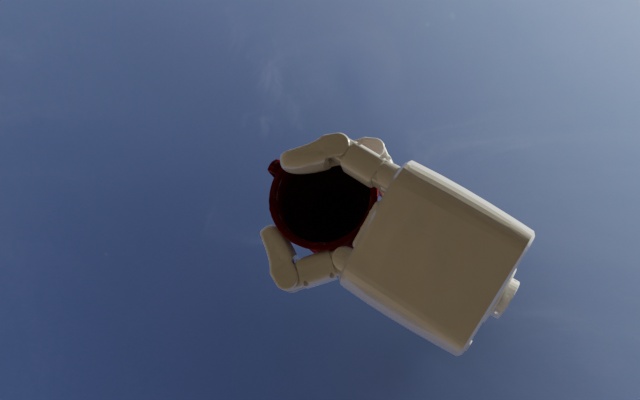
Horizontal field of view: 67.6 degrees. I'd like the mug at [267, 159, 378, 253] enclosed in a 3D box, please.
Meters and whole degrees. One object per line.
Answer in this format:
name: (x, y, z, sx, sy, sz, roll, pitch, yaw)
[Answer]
mug: (-0.001, 0.001, 0.438, 0.117, 0.093, 0.081, 32, -8, 20)
